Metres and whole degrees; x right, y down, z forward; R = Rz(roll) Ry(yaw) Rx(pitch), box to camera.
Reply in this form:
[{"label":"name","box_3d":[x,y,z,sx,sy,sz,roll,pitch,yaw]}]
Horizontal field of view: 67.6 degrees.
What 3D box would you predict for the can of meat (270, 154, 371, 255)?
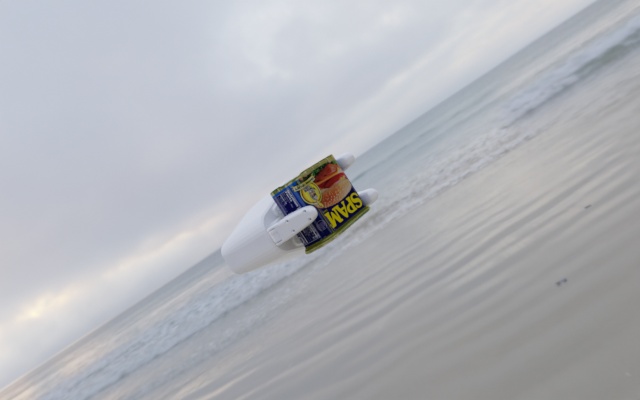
[{"label":"can of meat","box_3d":[0.000,0.002,0.573,0.057,0.084,0.102,-32,2,44]}]
